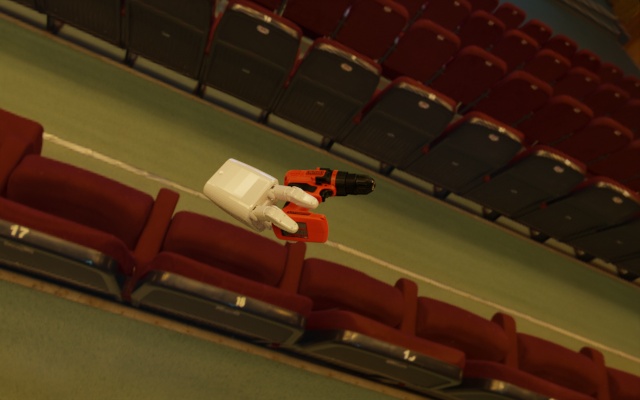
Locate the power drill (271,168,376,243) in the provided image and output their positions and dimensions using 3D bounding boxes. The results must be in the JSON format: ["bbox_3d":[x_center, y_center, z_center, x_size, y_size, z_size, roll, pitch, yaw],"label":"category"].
[{"bbox_3d":[0.000,0.003,0.897,0.184,0.057,0.187,2,32,17],"label":"power drill"}]
